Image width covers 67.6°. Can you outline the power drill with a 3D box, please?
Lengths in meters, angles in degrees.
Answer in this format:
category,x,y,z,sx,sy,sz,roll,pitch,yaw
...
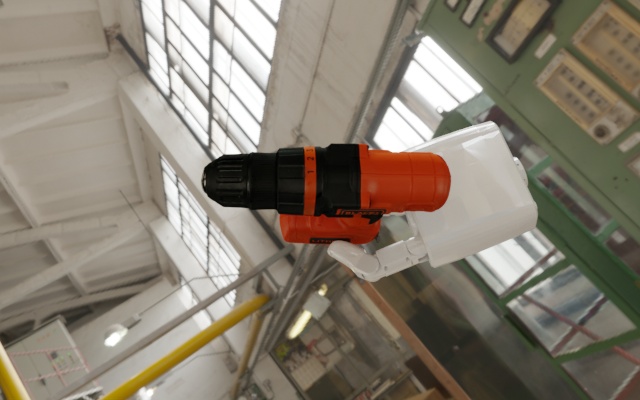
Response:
category,x,y,z,sx,sy,sz,roll,pitch,yaw
power drill,0.000,0.001,0.423,0.184,0.057,0.188,2,-11,-4
